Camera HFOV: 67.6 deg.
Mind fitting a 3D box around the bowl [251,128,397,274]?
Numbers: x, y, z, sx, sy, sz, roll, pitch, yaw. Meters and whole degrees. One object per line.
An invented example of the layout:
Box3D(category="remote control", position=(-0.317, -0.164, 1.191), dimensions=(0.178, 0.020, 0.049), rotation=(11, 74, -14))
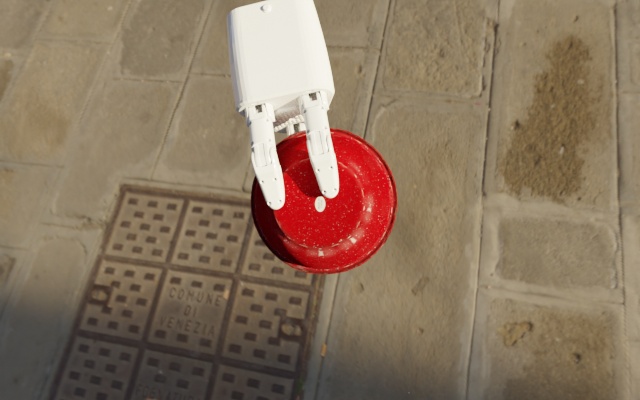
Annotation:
Box3D(category="bowl", position=(0.001, 0.003, 0.498), dimensions=(0.162, 0.162, 0.055), rotation=(0, 2, 6))
